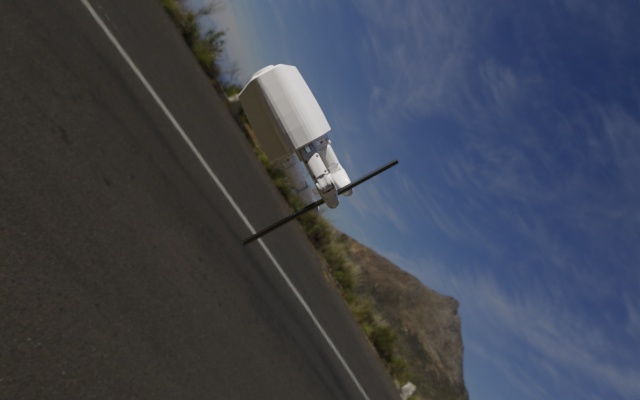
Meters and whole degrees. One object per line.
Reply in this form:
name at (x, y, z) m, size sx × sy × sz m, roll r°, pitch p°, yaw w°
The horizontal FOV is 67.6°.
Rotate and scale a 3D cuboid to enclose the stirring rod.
stirring rod at (0.000, 0.002, 0.655) m, size 0.239 × 0.011 × 0.011 m, roll -28°, pitch 1°, yaw -2°
